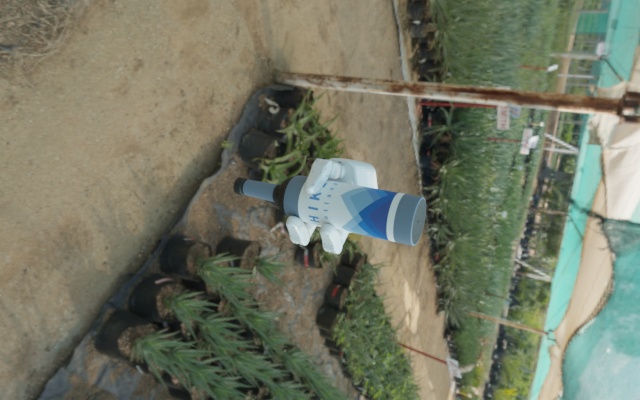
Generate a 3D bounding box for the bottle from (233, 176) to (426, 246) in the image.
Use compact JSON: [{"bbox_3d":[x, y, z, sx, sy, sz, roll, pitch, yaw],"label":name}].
[{"bbox_3d":[0.000,0.002,0.696,0.295,0.069,0.069,11,5,25],"label":"bottle"}]
